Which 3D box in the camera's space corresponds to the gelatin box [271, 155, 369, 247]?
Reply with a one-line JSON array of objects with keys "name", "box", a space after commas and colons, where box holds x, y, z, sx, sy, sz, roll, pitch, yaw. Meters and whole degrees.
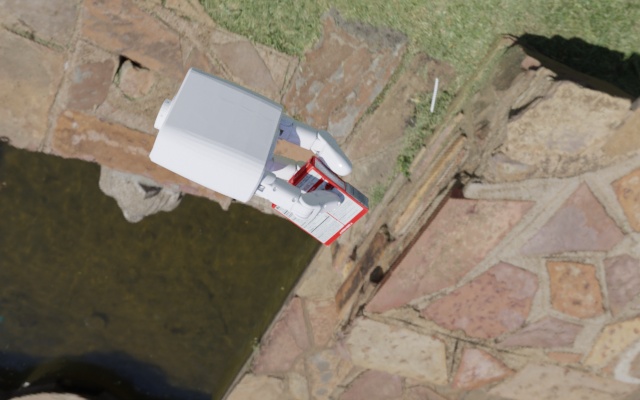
[{"name": "gelatin box", "box": [0.000, 0.002, 0.553, 0.089, 0.073, 0.030, 37, 27, -19]}]
